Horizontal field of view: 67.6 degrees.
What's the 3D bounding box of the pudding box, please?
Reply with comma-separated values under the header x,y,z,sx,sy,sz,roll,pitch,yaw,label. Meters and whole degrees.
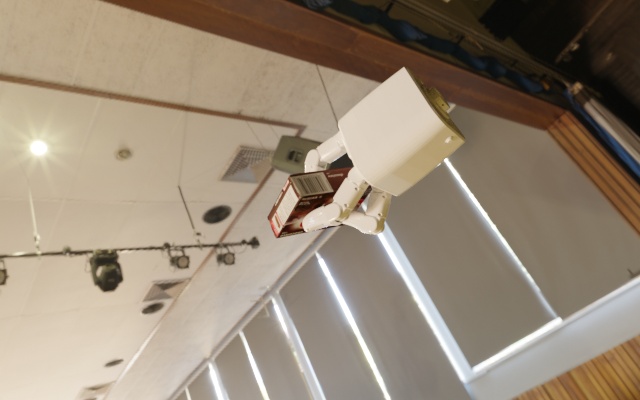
x,y,z,sx,sy,sz,roll,pitch,yaw,label
0.000,0.002,0.601,0.113,0.039,0.090,-7,-33,-31,pudding box
